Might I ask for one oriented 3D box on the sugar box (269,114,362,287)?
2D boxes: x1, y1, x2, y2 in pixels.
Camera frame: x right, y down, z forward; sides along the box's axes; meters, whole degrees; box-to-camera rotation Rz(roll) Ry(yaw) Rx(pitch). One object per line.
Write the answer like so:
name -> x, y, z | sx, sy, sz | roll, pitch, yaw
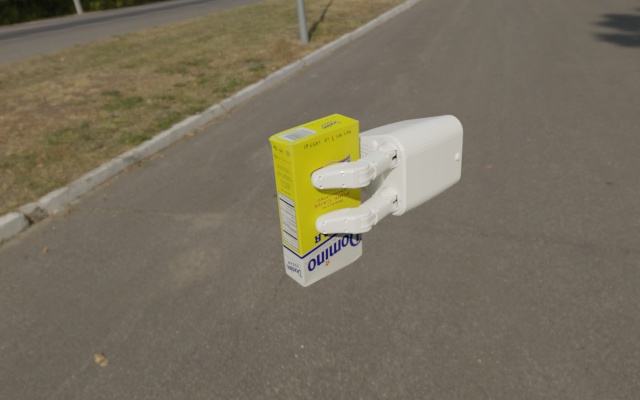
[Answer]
sugar box -> 0.001, 0.002, 0.535 | 0.093, 0.176, 0.048 | -24, 32, -31
